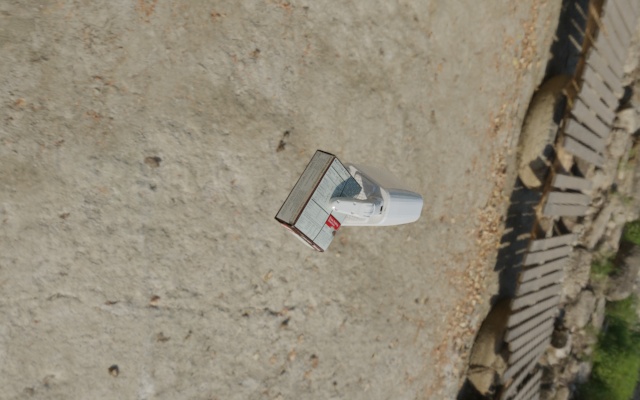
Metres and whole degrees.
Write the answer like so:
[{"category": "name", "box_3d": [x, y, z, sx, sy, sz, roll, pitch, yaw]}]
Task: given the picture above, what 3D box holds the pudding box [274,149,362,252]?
[{"category": "pudding box", "box_3d": [0.000, 0.002, 0.644, 0.039, 0.113, 0.090, 20, -16, 39]}]
